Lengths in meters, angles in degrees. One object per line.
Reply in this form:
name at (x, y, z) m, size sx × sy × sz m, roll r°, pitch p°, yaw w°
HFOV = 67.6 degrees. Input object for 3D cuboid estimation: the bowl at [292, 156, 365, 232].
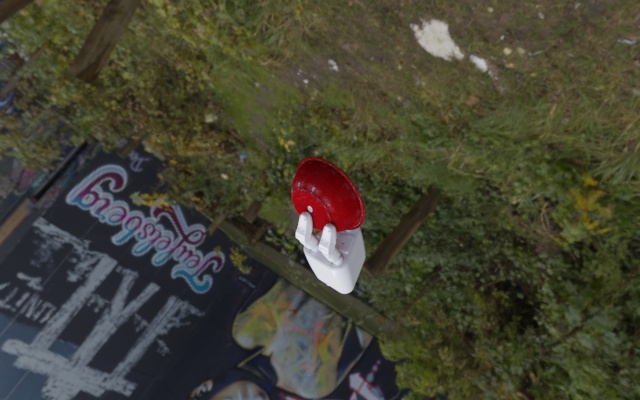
bowl at (-0.001, 0.002, 0.859) m, size 0.055 × 0.162 × 0.162 m, roll -41°, pitch 24°, yaw -31°
